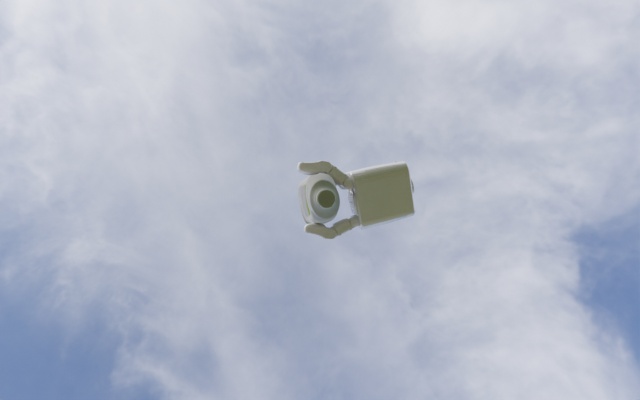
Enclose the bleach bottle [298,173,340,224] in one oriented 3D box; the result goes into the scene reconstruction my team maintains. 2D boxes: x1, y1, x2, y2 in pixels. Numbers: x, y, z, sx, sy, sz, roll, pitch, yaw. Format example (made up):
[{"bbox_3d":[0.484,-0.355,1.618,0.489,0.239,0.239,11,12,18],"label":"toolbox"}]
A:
[{"bbox_3d":[0.000,0.003,0.872,0.068,0.102,0.251,-13,3,-5],"label":"bleach bottle"}]
